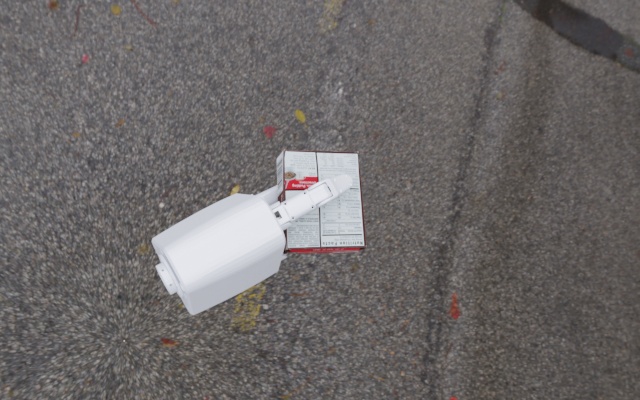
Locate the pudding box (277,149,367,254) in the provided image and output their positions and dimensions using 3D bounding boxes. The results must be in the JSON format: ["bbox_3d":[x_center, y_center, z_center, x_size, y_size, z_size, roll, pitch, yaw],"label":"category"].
[{"bbox_3d":[0.000,0.002,0.525,0.090,0.113,0.039,1,-12,-15],"label":"pudding box"}]
